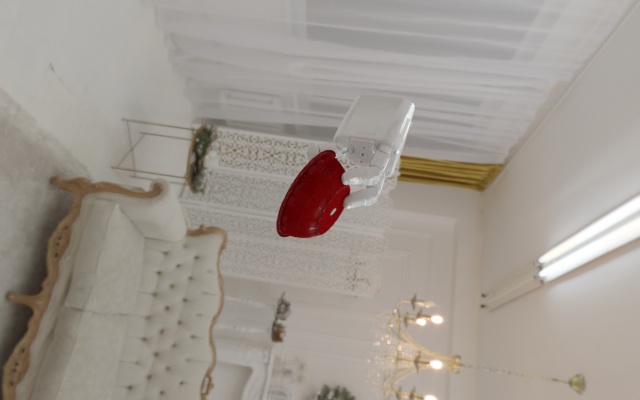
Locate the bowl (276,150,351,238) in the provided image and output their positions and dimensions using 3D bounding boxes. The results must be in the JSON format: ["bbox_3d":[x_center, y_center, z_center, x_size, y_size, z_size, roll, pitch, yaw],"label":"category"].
[{"bbox_3d":[0.000,0.004,0.759,0.055,0.162,0.162,32,11,18],"label":"bowl"}]
